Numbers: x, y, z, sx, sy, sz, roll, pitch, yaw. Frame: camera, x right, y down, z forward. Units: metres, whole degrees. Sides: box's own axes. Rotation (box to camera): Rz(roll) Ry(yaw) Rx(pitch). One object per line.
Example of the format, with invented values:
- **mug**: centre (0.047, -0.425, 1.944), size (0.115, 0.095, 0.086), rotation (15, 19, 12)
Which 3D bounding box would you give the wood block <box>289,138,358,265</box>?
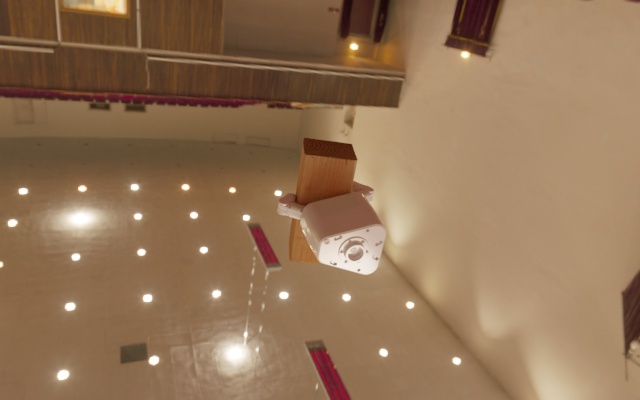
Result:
- **wood block**: centre (0.000, 0.003, 0.858), size (0.091, 0.206, 0.090), rotation (7, 25, -7)
